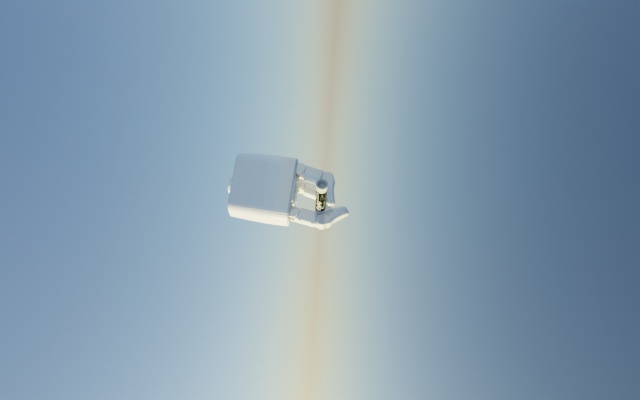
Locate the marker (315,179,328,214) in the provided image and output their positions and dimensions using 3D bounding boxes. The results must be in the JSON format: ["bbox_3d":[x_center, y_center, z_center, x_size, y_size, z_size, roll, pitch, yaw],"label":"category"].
[{"bbox_3d":[0.000,0.003,0.787,0.020,0.020,0.121,0,-28,-2],"label":"marker"}]
